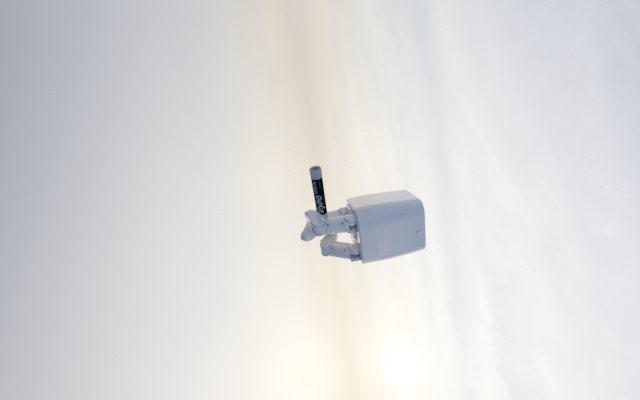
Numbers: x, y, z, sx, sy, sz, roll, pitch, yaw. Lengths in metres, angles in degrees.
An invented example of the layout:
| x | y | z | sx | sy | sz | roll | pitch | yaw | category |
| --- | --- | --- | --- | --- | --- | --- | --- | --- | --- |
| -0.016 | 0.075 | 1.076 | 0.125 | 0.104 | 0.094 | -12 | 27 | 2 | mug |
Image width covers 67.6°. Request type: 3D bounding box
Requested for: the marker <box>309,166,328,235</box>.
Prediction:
| x | y | z | sx | sy | sz | roll | pitch | yaw | category |
| --- | --- | --- | --- | --- | --- | --- | --- | --- | --- |
| 0.000 | 0.002 | 0.751 | 0.020 | 0.121 | 0.020 | -7 | 31 | 4 | marker |
